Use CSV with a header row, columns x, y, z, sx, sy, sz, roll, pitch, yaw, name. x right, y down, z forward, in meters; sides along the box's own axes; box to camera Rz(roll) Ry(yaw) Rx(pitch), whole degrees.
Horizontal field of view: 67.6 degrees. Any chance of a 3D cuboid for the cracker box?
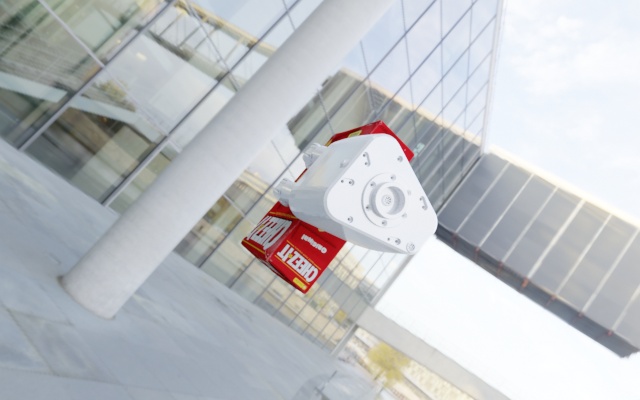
x,y,z,sx,sy,sz,roll,pitch,yaw,name
0.000,0.002,0.620,0.072,0.213,0.164,43,-12,-15,cracker box
